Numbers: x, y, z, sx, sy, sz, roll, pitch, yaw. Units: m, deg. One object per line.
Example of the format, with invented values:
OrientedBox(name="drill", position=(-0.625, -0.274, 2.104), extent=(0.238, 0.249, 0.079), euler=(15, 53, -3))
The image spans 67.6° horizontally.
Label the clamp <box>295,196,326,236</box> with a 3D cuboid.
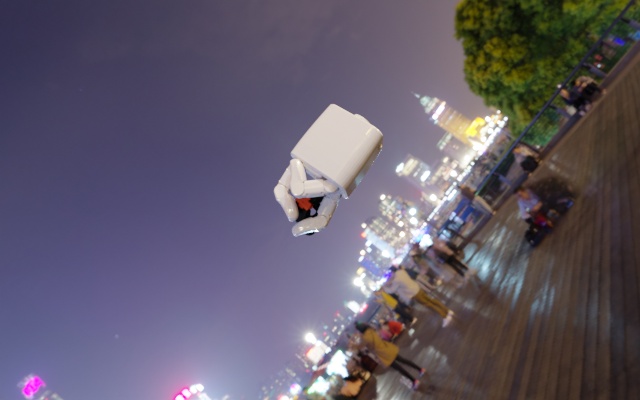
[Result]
OrientedBox(name="clamp", position=(0.000, 0.002, 0.828), extent=(0.039, 0.120, 0.171), euler=(34, -5, 11))
